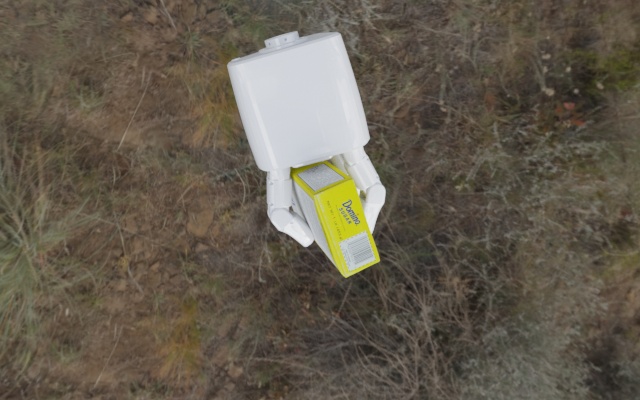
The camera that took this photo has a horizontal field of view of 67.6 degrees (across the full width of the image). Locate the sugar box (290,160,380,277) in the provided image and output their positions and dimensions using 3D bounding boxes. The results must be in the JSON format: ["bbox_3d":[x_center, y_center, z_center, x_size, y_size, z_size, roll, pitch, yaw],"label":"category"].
[{"bbox_3d":[0.001,0.001,0.513,0.048,0.093,0.176,-22,23,-8],"label":"sugar box"}]
